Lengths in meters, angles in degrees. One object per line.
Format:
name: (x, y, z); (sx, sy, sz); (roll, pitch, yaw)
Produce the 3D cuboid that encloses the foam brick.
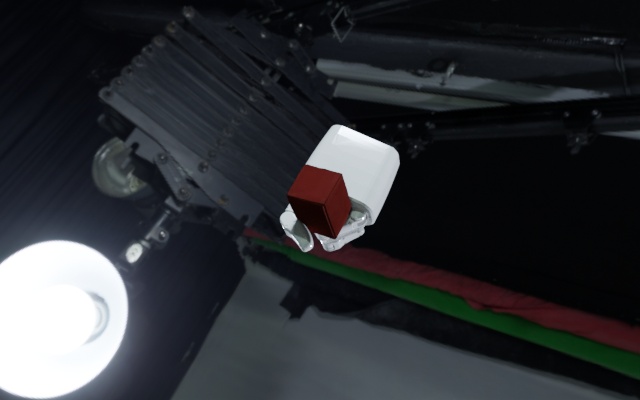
foam brick: (0.000, 0.002, 0.588); (0.053, 0.051, 0.078); (17, -29, 24)
